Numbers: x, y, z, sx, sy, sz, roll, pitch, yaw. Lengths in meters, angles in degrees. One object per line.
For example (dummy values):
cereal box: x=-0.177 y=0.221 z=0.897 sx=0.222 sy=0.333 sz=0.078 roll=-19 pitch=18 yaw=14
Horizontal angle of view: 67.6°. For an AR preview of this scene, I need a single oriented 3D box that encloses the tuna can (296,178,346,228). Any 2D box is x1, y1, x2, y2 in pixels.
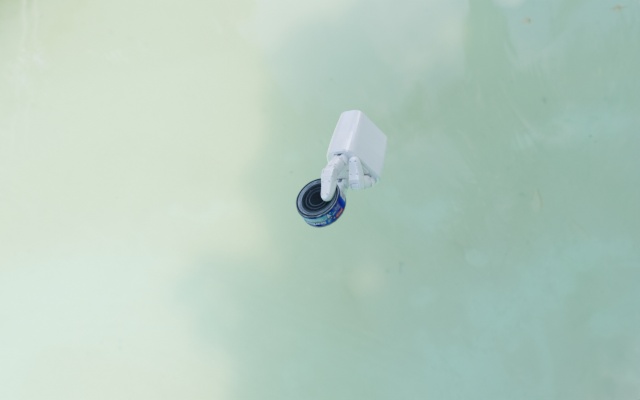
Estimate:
tuna can: x=0.000 y=0.003 z=0.844 sx=0.086 sy=0.086 sz=0.034 roll=0 pitch=-32 yaw=28
